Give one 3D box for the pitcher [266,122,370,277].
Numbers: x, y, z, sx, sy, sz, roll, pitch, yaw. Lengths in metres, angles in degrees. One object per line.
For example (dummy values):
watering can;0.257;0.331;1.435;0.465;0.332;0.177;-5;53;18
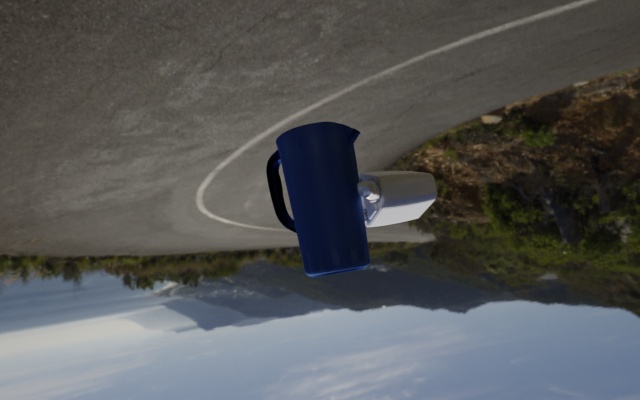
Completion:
pitcher;0.000;0.003;0.802;0.145;0.242;0.149;-7;-10;-16
